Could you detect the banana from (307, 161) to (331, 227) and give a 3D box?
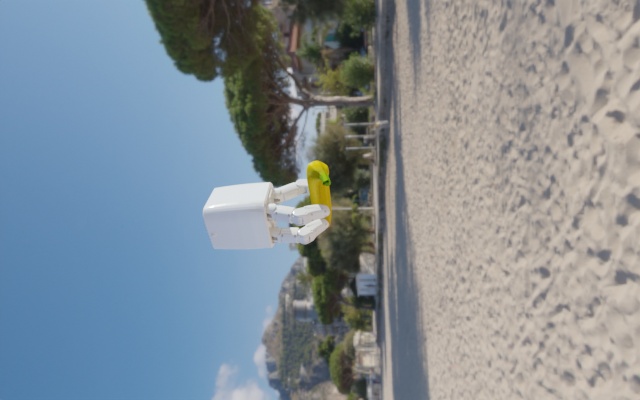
[{"bbox_3d":[-0.002,-0.016,0.804,0.037,0.069,0.198,-6,-23,0],"label":"banana"}]
